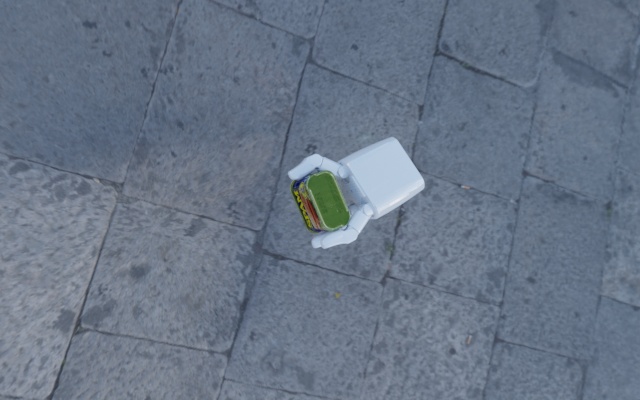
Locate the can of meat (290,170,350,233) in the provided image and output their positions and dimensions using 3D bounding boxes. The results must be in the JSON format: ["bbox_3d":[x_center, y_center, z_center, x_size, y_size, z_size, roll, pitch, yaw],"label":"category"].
[{"bbox_3d":[0.000,0.002,0.786,0.057,0.102,0.084,-25,5,-19],"label":"can of meat"}]
